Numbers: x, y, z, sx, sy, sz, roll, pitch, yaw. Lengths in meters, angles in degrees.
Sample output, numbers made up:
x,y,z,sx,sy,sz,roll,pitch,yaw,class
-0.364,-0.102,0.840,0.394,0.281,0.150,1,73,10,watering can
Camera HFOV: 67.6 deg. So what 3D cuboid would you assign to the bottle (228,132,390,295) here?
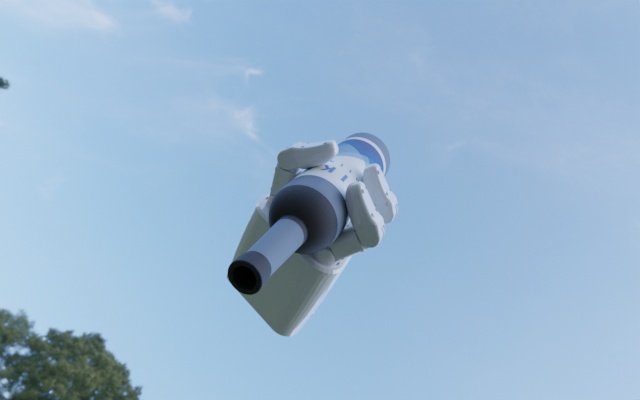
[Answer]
x,y,z,sx,sy,sz,roll,pitch,yaw,class
0.000,0.001,0.456,0.069,0.069,0.295,0,21,23,bottle
